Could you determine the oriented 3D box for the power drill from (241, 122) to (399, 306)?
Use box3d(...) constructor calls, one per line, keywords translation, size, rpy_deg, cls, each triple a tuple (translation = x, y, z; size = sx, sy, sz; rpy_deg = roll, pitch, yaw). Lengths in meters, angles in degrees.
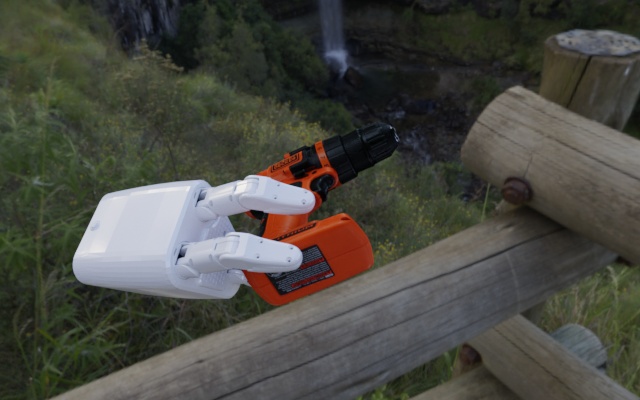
box3d(translation=(0.000, 0.002, 0.452), size=(0.184, 0.057, 0.187), rpy_deg=(-26, 27, 12), cls="power drill")
